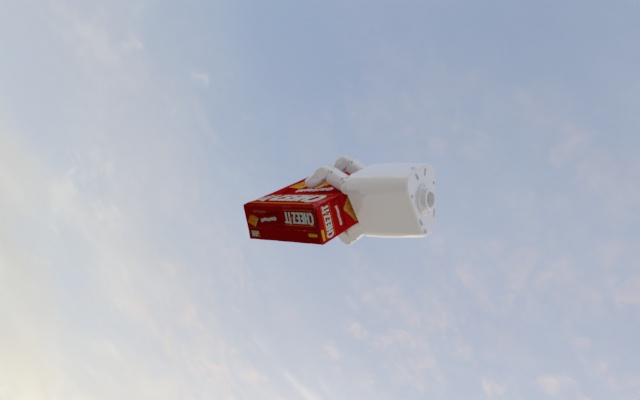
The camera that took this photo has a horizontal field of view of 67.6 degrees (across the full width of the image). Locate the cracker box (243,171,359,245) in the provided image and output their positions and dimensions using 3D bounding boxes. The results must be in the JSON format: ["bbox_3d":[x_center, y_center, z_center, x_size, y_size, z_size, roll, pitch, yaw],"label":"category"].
[{"bbox_3d":[0.000,0.003,0.829,0.164,0.072,0.213,0,17,40],"label":"cracker box"}]
